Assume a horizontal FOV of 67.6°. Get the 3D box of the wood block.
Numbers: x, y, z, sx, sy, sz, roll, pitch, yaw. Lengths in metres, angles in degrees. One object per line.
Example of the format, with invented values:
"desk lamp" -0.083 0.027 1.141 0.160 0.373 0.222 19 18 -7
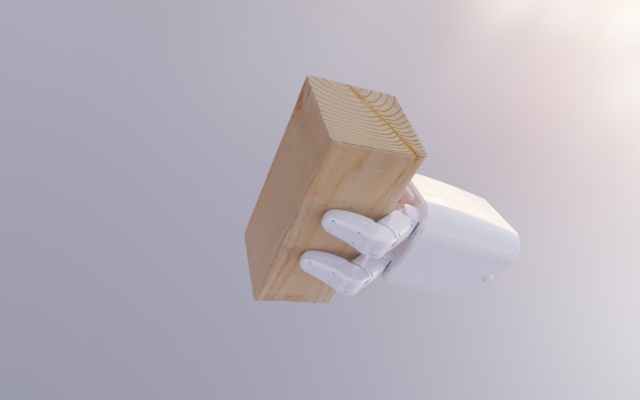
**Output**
"wood block" 0.000 0.001 0.453 0.090 0.090 0.206 7 -47 -23
